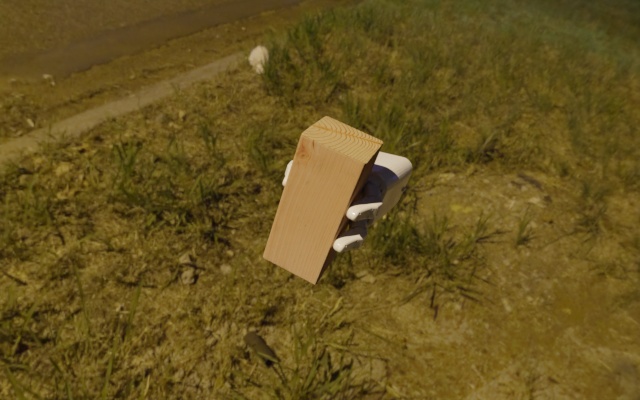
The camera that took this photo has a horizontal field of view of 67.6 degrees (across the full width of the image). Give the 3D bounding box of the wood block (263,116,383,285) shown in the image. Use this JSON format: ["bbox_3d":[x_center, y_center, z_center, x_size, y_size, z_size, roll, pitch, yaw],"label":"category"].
[{"bbox_3d":[0.000,0.002,0.667,0.091,0.206,0.090,26,32,10],"label":"wood block"}]
